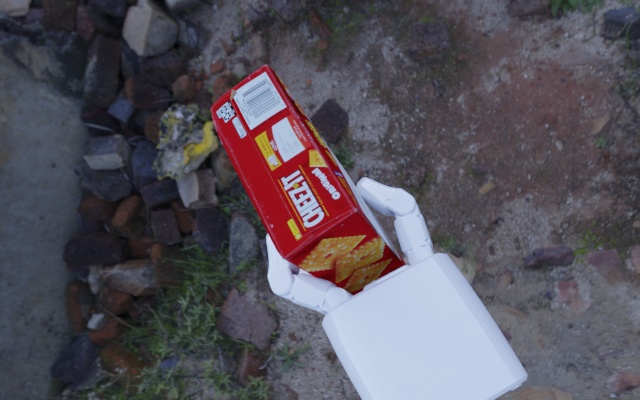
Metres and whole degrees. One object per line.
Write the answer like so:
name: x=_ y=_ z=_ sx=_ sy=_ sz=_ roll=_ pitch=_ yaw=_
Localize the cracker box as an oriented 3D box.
cracker box: x=0.000 y=0.001 z=0.452 sx=0.072 sy=0.164 sz=0.214 roll=-34 pitch=-29 yaw=6
